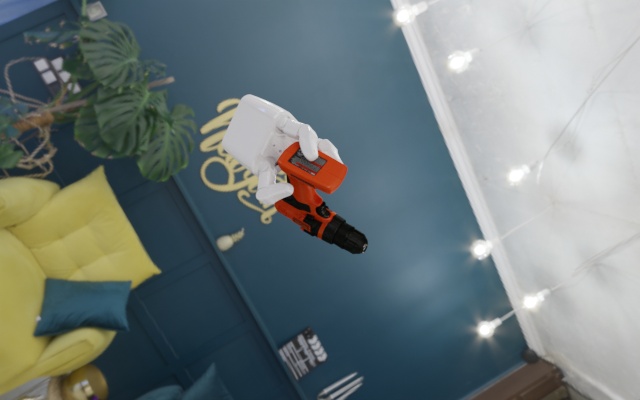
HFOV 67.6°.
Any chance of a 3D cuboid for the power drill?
[{"bbox_3d":[0.000,0.002,0.774,0.184,0.057,0.188,28,-29,17],"label":"power drill"}]
